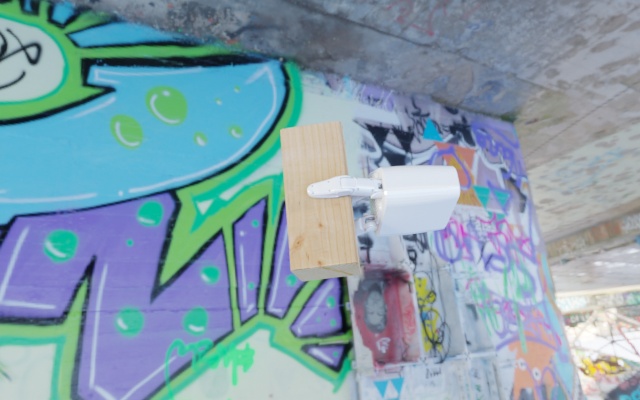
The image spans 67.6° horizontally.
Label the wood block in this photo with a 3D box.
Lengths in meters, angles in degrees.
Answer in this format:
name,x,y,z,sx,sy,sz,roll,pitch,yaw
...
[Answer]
name,x,y,z,sx,sy,sz,roll,pitch,yaw
wood block,0.000,0.002,0.686,0.090,0.206,0.091,-7,-19,5
